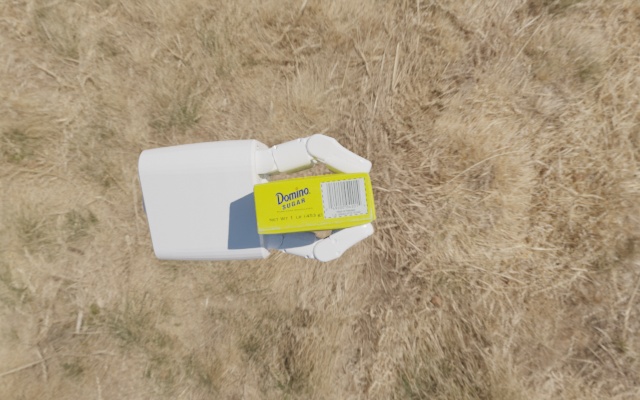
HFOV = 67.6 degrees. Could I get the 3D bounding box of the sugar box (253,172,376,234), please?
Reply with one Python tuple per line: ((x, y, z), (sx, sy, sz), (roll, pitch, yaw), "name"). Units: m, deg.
((0.000, 0.001, 0.452), (0.093, 0.048, 0.176), (-5, 2, 3), "sugar box")
